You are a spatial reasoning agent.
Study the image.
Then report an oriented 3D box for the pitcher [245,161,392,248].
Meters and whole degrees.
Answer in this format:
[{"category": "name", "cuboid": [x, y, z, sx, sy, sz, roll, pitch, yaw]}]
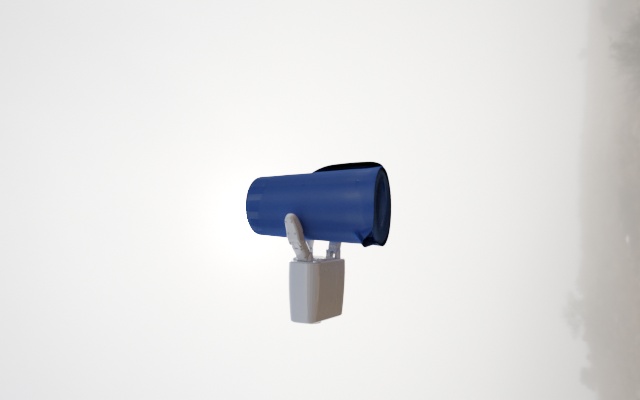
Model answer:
[{"category": "pitcher", "cuboid": [0.000, 0.003, 0.836, 0.243, 0.145, 0.149, 0, 2, 20]}]
